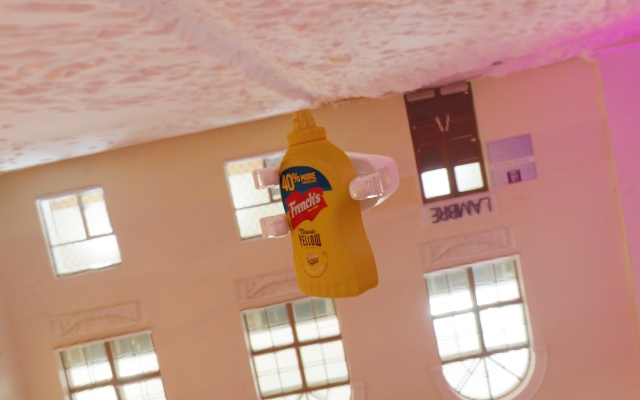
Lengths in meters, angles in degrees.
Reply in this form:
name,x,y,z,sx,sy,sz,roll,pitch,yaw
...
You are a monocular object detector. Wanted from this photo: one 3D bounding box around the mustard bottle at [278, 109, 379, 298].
name,x,y,z,sx,sy,sz,roll,pitch,yaw
mustard bottle,0.000,0.002,0.496,0.058,0.191,0.096,-15,6,-41
